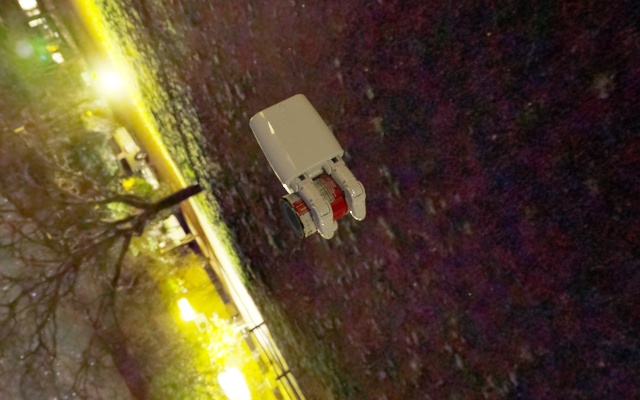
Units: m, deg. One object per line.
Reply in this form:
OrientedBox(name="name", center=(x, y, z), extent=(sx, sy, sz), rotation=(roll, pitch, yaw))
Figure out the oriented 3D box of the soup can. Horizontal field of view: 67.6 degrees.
OrientedBox(name="soup can", center=(0.000, 0.003, 0.690), extent=(0.102, 0.068, 0.068), rotation=(-29, 10, -18))
